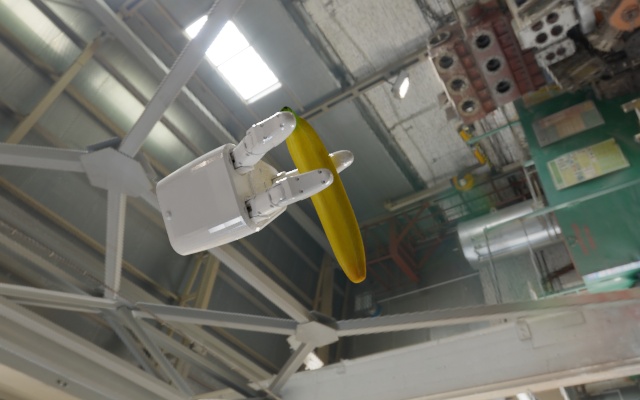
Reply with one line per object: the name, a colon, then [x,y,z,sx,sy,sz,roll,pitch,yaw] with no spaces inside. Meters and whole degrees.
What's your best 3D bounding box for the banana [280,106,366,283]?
banana: [0.003,-0.008,0.509,0.037,0.198,0.069,-21,14,20]
